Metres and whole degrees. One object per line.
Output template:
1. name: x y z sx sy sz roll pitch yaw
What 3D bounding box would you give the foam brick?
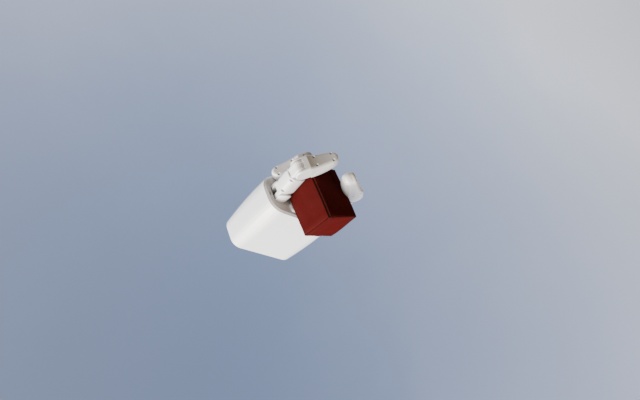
1. foam brick: 0.000 0.002 0.621 0.053 0.078 0.051 5 -37 -46
